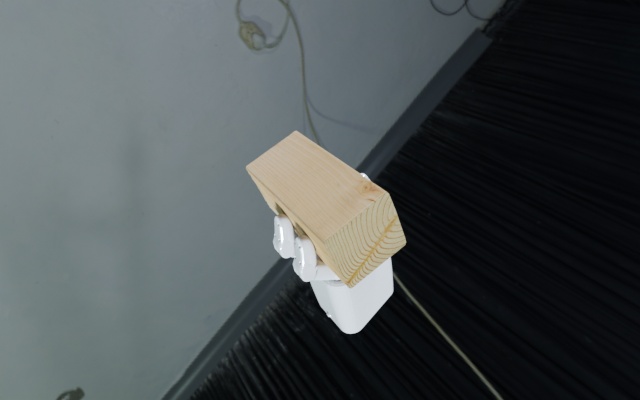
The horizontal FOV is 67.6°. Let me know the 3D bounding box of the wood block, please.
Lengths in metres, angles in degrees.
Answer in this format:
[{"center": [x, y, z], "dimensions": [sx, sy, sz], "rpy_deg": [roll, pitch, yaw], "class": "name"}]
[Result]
[{"center": [0.001, 0.002, 0.602], "dimensions": [0.091, 0.090, 0.206], "rpy_deg": [-37, 41, -12], "class": "wood block"}]
